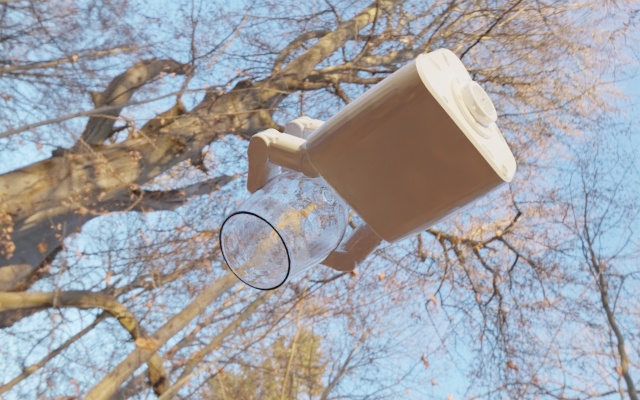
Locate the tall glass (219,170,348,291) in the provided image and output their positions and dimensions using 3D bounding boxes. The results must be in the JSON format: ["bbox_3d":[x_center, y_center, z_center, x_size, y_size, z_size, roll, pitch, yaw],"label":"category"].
[{"bbox_3d":[0.000,0.001,0.415,0.079,0.079,0.201,0,21,31],"label":"tall glass"}]
